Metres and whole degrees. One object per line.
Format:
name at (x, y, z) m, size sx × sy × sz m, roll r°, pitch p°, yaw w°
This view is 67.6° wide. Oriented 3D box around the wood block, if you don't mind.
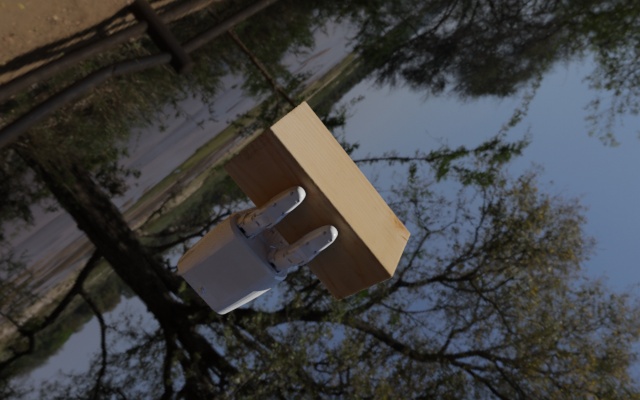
wood block at (0.000, 0.002, 0.559) m, size 0.090 × 0.206 × 0.090 m, roll -32°, pitch 12°, yaw 36°
